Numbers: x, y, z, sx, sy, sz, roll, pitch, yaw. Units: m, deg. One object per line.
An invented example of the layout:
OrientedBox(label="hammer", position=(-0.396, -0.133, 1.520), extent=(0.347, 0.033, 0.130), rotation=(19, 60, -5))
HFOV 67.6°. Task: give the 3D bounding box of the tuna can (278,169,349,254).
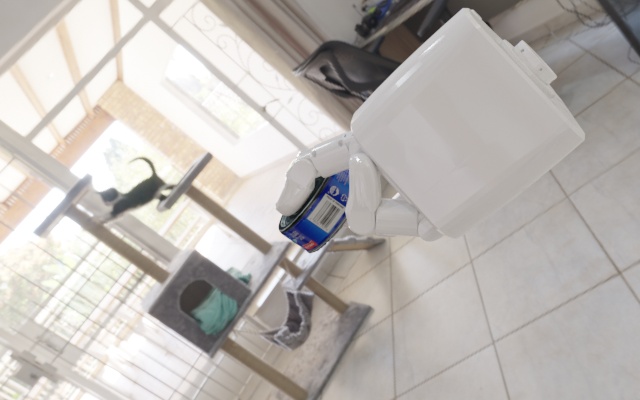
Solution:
OrientedBox(label="tuna can", position=(0.000, 0.001, 0.417), extent=(0.034, 0.086, 0.086), rotation=(35, -9, -13))
